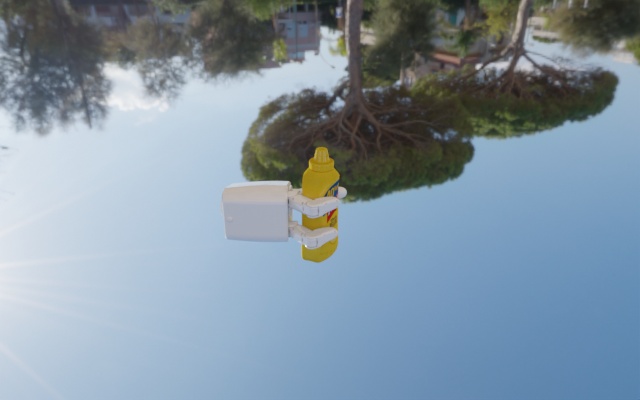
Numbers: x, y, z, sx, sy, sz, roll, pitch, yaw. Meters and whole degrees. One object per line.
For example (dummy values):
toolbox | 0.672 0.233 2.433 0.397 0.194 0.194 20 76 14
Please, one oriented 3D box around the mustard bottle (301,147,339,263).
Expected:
mustard bottle | 0.000 0.003 0.812 0.058 0.192 0.096 11 27 21
